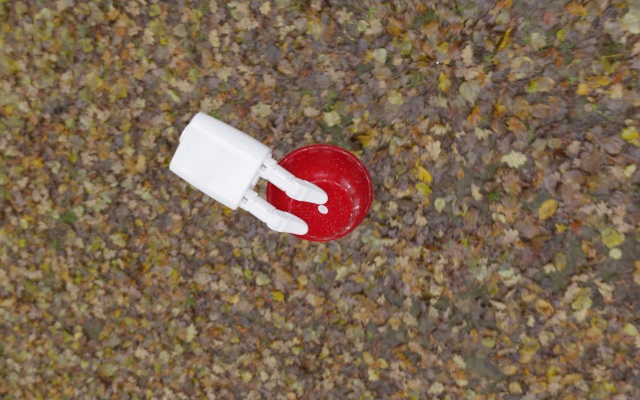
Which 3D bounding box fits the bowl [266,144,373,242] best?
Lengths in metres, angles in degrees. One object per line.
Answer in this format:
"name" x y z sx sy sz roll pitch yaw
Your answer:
"bowl" 0.001 0.003 0.696 0.162 0.162 0.055 0 26 -3
